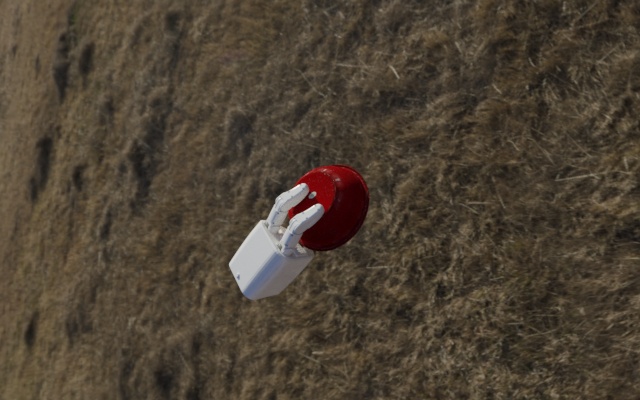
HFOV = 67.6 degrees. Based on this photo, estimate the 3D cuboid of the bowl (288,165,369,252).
[{"bbox_3d":[0.001,0.001,0.816,0.162,0.162,0.055,0,-21,34],"label":"bowl"}]
